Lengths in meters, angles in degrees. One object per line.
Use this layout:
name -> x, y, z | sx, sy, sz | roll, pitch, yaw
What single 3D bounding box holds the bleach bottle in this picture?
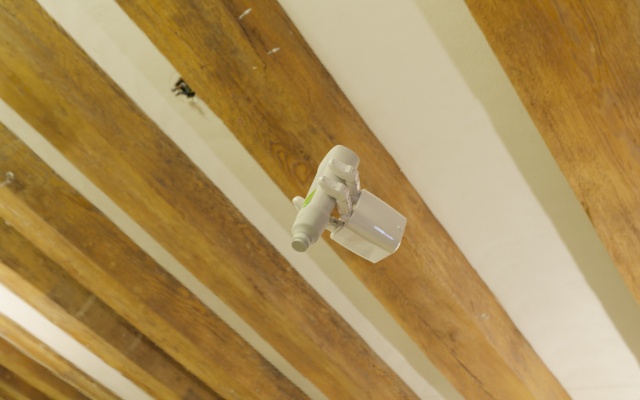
bleach bottle -> 0.000, 0.003, 0.900 | 0.068, 0.250, 0.103 | 32, -45, -5
